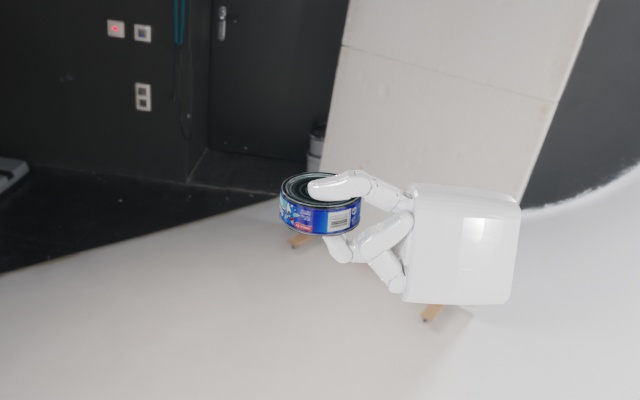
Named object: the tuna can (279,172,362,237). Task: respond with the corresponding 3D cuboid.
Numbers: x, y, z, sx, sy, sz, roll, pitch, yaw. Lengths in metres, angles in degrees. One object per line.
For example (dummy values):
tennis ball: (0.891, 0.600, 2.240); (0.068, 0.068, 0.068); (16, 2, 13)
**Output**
tuna can: (0.000, 0.001, 0.496); (0.086, 0.034, 0.086); (3, 27, -1)
